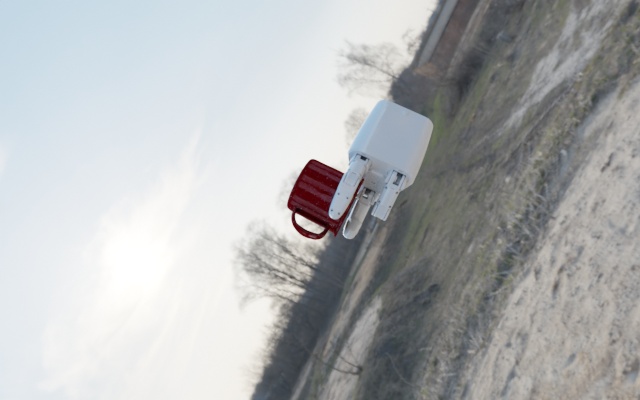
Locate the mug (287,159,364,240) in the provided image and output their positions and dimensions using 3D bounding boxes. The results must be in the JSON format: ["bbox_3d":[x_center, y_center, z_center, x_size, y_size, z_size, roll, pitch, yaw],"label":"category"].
[{"bbox_3d":[-0.001,0.003,0.668,0.081,0.117,0.093,27,-28,4],"label":"mug"}]
